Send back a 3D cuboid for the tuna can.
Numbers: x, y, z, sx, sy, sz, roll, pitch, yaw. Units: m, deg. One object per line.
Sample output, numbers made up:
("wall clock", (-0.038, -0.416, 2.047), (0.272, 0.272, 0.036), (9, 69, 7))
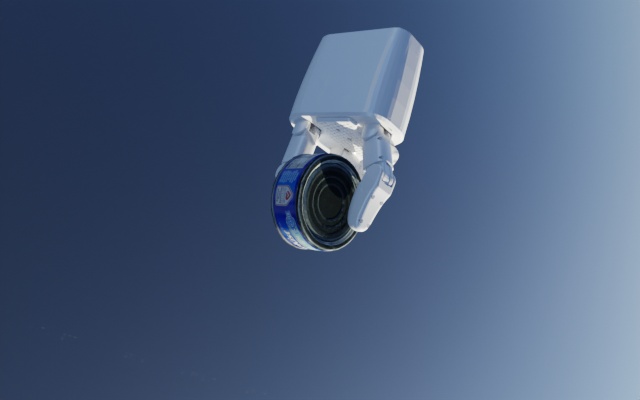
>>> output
("tuna can", (0.000, 0.001, 0.417), (0.086, 0.086, 0.034), (0, 2, -44))
